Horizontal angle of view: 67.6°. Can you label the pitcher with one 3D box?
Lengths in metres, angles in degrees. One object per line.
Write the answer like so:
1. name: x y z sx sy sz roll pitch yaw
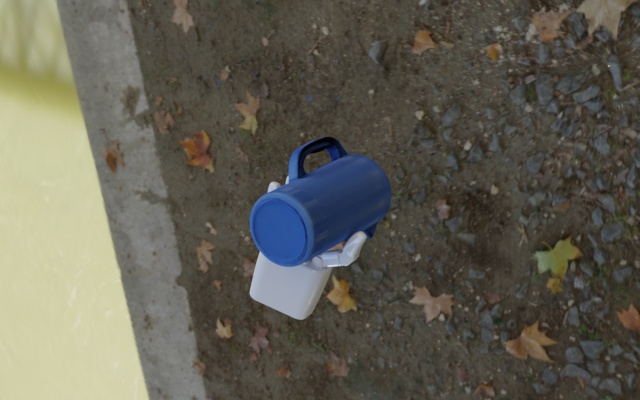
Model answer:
1. pitcher: 0.000 0.003 0.739 0.149 0.145 0.243 31 28 20
